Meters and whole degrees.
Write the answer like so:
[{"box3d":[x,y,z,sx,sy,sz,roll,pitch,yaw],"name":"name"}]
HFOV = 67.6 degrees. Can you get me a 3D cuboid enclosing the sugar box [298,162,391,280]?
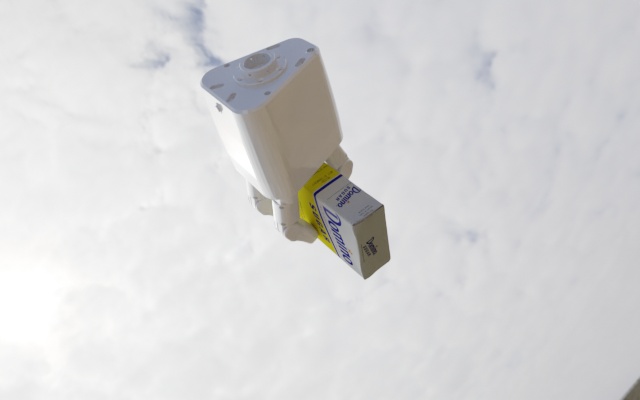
[{"box3d":[0.000,0.002,0.530,0.048,0.093,0.176,-34,48,-17],"name":"sugar box"}]
